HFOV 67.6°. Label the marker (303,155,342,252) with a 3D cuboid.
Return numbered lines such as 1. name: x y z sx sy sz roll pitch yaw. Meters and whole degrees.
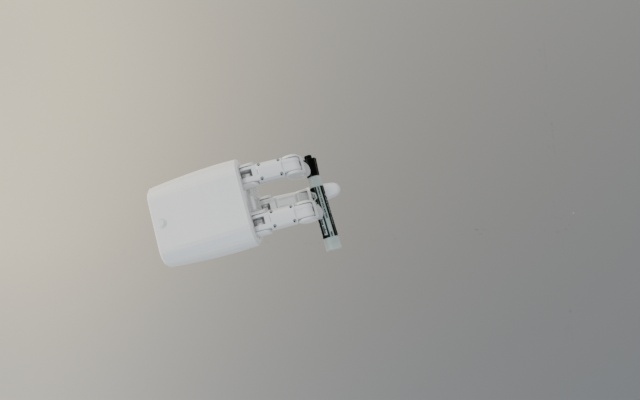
1. marker: 0.000 0.002 0.583 0.020 0.121 0.020 -16 -10 -3
